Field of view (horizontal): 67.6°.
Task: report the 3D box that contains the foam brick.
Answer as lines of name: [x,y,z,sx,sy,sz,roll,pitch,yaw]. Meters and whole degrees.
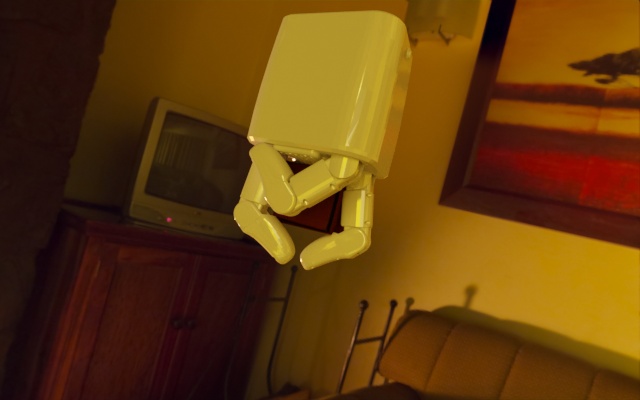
foam brick: [0.000,0.001,0.420,0.053,0.051,0.078,13,-3,17]
